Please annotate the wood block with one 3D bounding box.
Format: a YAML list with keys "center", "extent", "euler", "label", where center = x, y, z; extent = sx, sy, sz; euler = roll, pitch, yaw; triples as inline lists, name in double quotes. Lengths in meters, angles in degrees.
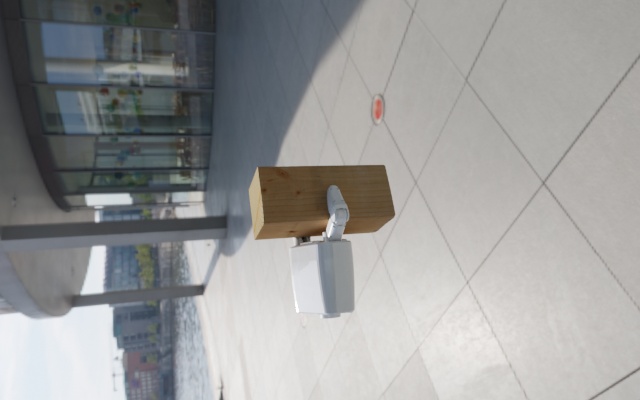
- center: [0.000, 0.003, 0.753]
  extent: [0.206, 0.090, 0.091]
  euler: [-2, -20, -18]
  label: "wood block"
